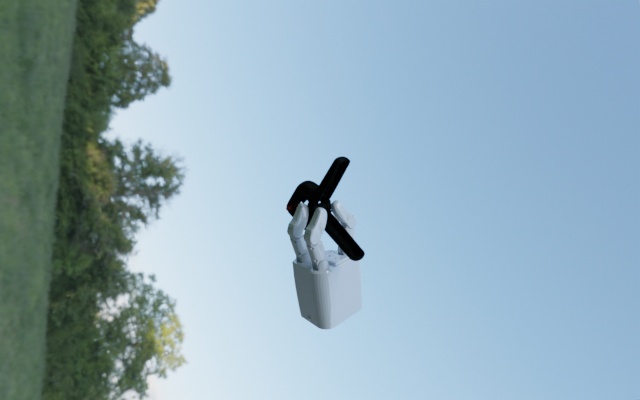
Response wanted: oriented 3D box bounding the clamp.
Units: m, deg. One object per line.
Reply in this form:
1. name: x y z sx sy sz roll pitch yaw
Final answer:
1. clamp: 0.001 0.003 0.811 0.036 0.164 0.210 -12 14 -30
